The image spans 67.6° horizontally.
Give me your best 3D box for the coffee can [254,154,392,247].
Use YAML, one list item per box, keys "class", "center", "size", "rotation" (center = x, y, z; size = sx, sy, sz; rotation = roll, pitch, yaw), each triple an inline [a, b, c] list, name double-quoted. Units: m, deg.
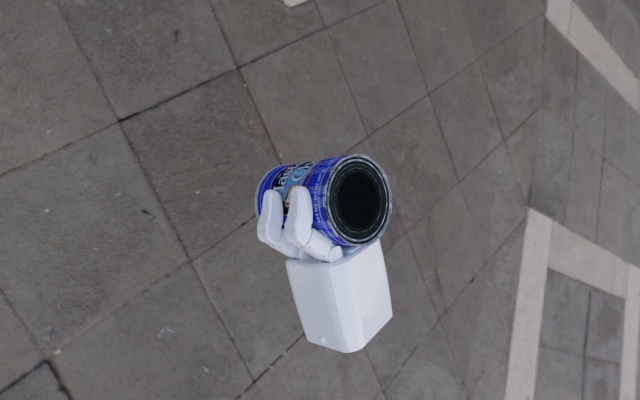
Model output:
- class: "coffee can"
  center: [0.000, 0.002, 0.576]
  size: [0.103, 0.103, 0.140]
  rotation: [0, -2, -39]
